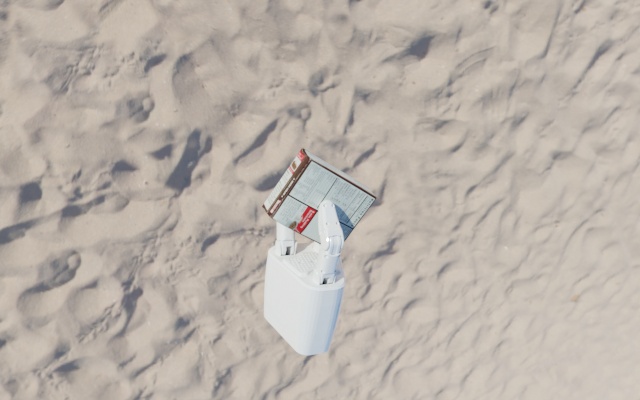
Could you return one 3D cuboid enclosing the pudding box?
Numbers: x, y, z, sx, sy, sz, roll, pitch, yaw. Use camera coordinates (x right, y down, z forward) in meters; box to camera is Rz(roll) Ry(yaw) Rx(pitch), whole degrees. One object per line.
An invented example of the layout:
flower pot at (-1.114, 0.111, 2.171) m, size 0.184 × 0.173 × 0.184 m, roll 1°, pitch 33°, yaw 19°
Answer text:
pudding box at (0.000, 0.002, 0.588) m, size 0.113 × 0.090 × 0.039 m, roll 29°, pitch 12°, yaw -32°
